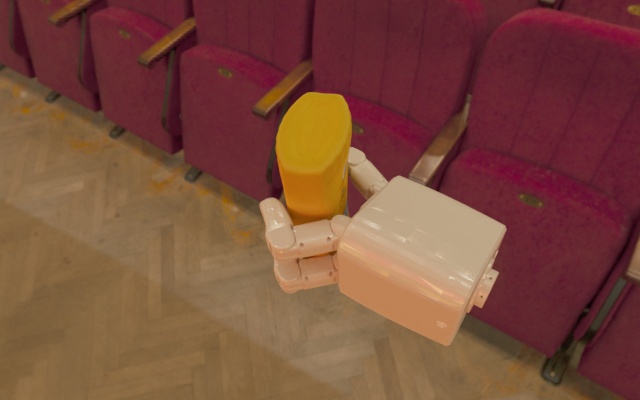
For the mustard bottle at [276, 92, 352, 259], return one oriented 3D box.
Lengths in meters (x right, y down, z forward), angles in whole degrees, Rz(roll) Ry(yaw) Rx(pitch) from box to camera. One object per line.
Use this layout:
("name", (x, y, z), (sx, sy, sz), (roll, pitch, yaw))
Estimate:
("mustard bottle", (0.000, 0.001, 0.448), (0.058, 0.096, 0.192), (5, -38, 8))
